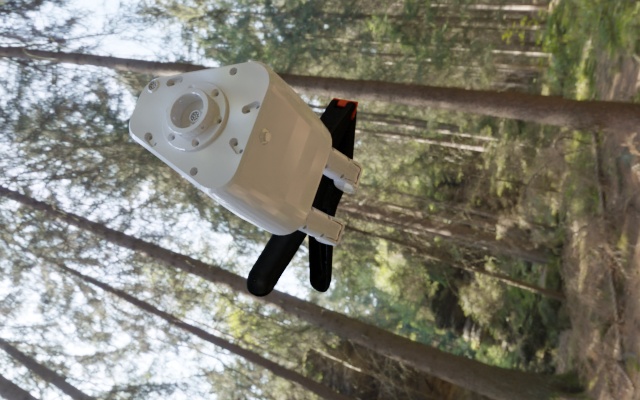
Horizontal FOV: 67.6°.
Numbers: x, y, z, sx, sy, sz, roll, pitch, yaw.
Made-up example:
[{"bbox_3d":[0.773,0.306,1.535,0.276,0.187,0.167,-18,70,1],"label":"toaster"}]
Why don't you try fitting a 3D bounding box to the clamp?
[{"bbox_3d":[-0.001,0.001,0.487,0.036,0.210,0.164,14,-10,21],"label":"clamp"}]
